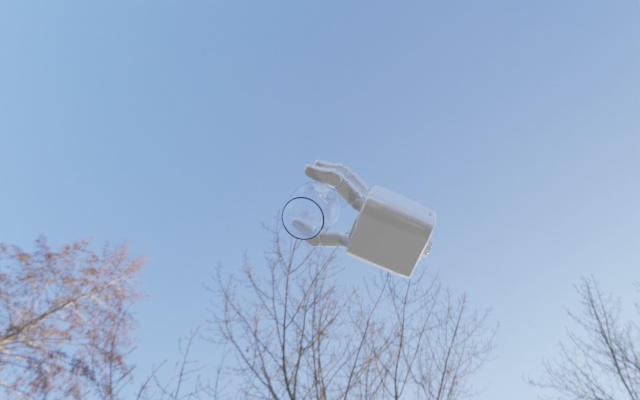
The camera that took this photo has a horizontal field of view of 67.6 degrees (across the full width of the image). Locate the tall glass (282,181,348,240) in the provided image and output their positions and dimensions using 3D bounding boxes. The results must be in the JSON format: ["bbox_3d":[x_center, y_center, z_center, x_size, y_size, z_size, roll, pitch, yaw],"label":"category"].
[{"bbox_3d":[0.000,0.002,0.749,0.079,0.079,0.201,0,13,15],"label":"tall glass"}]
